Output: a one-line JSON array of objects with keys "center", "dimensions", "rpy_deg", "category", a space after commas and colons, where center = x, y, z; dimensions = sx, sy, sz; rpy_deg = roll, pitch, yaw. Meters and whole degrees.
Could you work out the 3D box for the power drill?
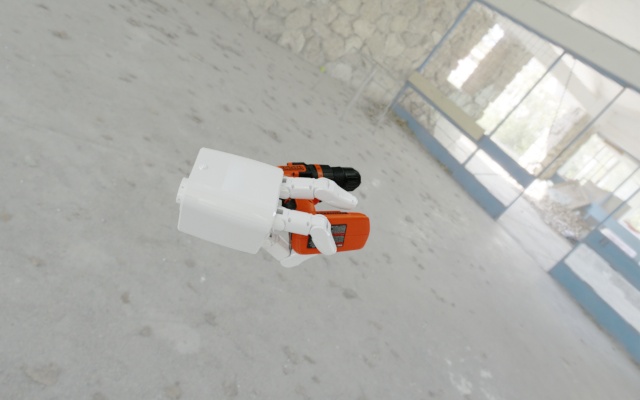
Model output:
[{"center": [0.000, 0.002, 0.687], "dimensions": [0.184, 0.057, 0.187], "rpy_deg": [-4, 28, -20], "category": "power drill"}]
